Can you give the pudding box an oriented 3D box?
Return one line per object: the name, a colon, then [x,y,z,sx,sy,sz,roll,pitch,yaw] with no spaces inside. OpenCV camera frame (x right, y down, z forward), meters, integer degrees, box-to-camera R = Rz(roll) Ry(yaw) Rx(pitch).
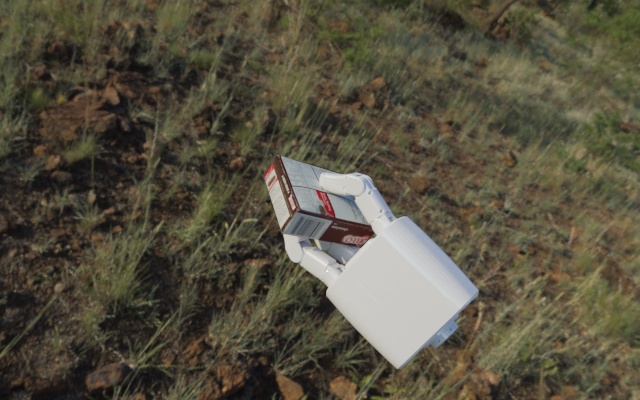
pudding box: [0.000,0.002,0.537,0.113,0.090,0.039,15,-54,-36]
